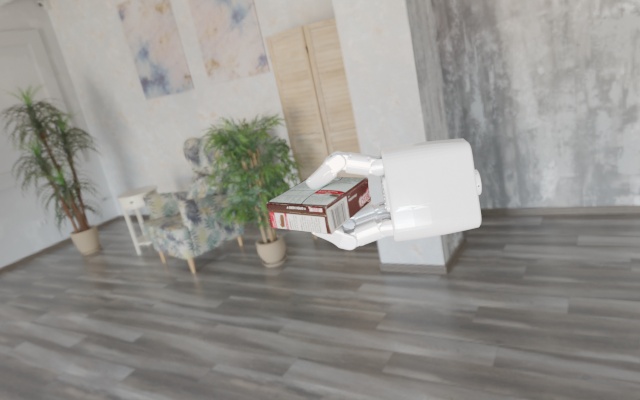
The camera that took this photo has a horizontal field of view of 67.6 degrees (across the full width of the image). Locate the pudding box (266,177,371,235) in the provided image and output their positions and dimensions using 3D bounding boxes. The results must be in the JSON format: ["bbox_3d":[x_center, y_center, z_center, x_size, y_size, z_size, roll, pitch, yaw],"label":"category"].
[{"bbox_3d":[0.000,0.002,0.608,0.090,0.039,0.113,3,20,32],"label":"pudding box"}]
